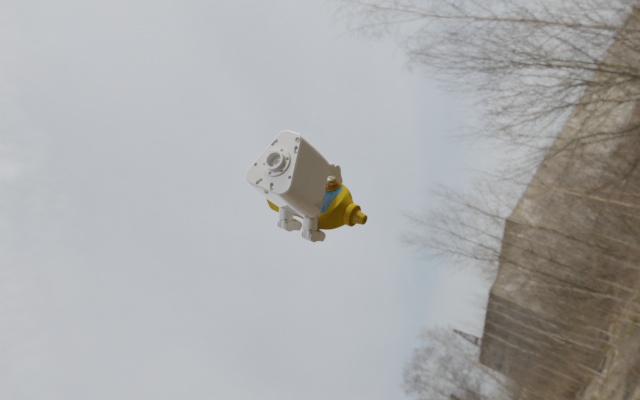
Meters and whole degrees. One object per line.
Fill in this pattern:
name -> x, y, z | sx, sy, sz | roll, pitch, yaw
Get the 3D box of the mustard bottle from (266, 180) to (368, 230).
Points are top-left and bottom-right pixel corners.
mustard bottle -> 0.000, 0.003, 0.872 | 0.191, 0.096, 0.058 | 21, -33, 30
